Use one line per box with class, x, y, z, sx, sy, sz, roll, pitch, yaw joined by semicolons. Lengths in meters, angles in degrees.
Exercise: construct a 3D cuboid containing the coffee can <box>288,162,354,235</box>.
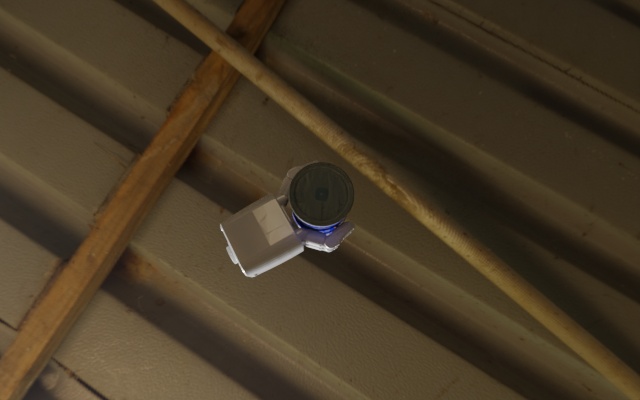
coffee can;0.000;0.002;0.809;0.103;0.102;0.140;0;-11;-1
